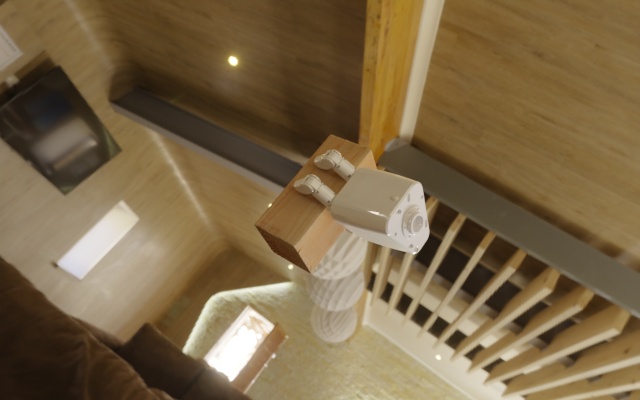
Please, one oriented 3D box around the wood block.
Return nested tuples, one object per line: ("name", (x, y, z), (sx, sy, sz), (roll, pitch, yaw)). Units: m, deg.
("wood block", (0.001, 0.003, 0.789), (0.090, 0.206, 0.091), (25, -25, 33))
